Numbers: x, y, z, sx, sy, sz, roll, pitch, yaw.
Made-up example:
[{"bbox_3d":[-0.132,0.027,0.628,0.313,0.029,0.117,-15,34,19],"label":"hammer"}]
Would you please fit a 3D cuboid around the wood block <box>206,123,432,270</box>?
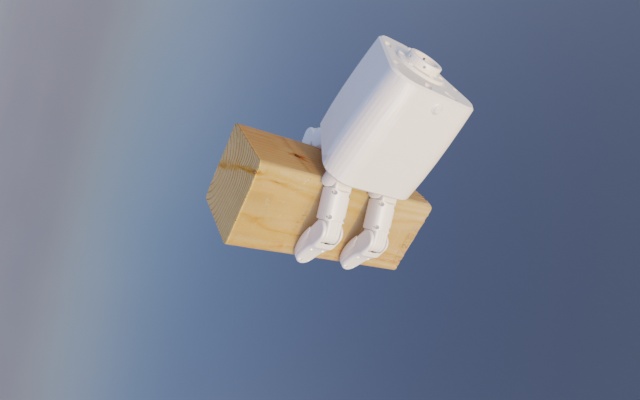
[{"bbox_3d":[0.000,0.001,0.502,0.206,0.090,0.090,13,24,-32],"label":"wood block"}]
